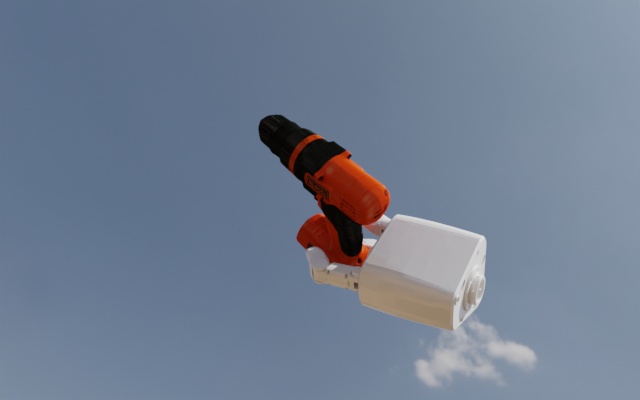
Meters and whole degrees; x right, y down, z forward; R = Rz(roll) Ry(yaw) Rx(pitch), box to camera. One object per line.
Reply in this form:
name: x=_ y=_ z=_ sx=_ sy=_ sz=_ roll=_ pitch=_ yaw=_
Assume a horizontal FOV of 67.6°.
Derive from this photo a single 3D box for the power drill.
power drill: x=0.000 y=0.002 z=0.569 sx=0.057 sy=0.188 sz=0.184 roll=-37 pitch=59 yaw=-20
